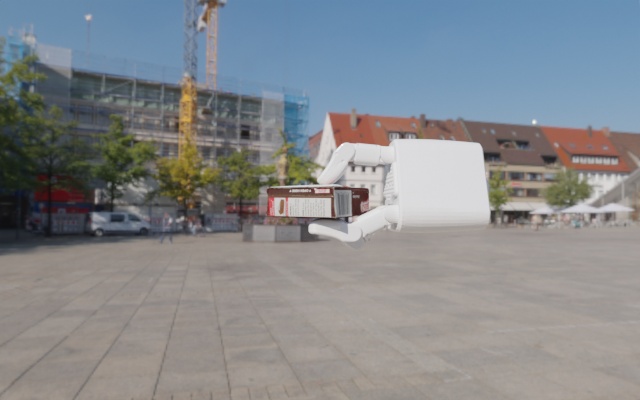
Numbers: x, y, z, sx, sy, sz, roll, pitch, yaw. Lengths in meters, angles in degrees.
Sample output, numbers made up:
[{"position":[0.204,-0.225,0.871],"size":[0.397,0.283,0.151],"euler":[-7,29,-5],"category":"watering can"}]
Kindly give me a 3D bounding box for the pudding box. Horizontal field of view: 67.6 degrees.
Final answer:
[{"position":[0.000,0.002,0.582],"size":[0.090,0.039,0.113],"euler":[-1,-2,26],"category":"pudding box"}]
